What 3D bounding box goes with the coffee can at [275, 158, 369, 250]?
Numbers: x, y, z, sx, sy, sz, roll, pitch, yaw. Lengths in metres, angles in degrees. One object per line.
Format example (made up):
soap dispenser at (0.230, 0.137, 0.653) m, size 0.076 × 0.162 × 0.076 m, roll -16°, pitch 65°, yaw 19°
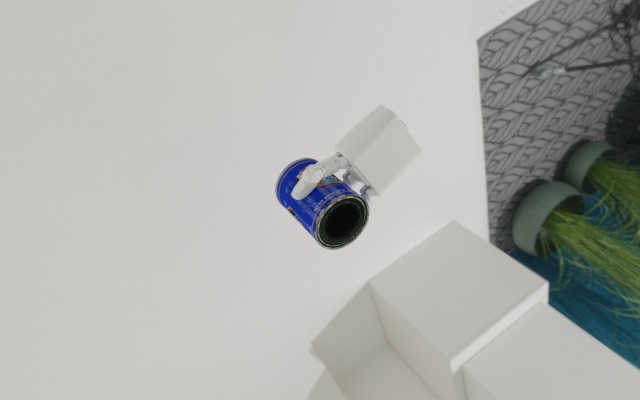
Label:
coffee can at (0.000, 0.003, 0.801) m, size 0.103 × 0.103 × 0.140 m, roll 0°, pitch 28°, yaw -35°
